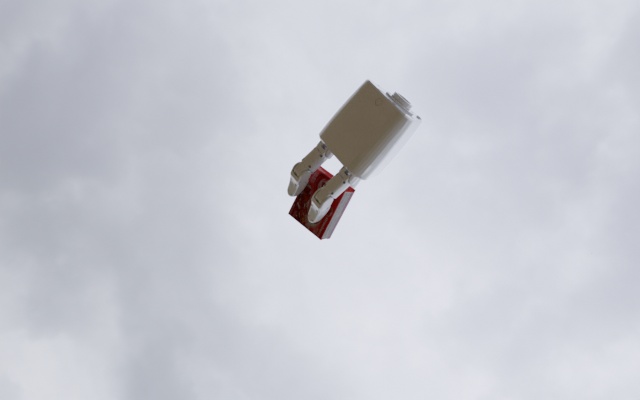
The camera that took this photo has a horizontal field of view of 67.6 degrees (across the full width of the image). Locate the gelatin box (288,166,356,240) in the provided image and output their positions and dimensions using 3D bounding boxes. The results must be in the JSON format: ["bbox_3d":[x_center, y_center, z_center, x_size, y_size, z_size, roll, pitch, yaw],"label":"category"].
[{"bbox_3d":[0.000,0.003,0.714,0.073,0.089,0.030,37,20,29],"label":"gelatin box"}]
